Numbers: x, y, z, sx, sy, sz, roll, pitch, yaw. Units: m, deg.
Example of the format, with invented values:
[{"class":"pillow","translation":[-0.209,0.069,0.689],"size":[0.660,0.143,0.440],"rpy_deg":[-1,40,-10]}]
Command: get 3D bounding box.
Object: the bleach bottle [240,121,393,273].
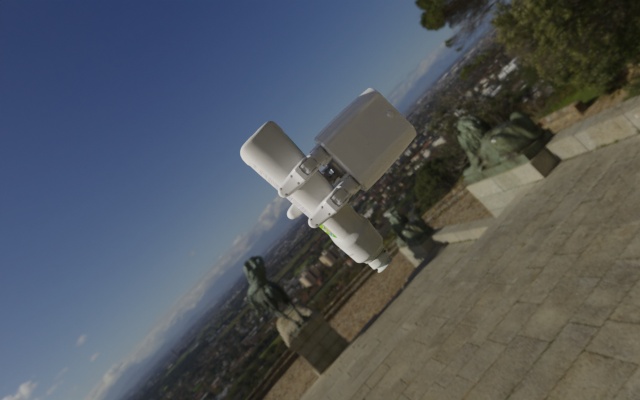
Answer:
[{"class":"bleach bottle","translation":[0.000,0.002,0.666],"size":[0.251,0.068,0.102],"rpy_deg":[45,-4,-1]}]
